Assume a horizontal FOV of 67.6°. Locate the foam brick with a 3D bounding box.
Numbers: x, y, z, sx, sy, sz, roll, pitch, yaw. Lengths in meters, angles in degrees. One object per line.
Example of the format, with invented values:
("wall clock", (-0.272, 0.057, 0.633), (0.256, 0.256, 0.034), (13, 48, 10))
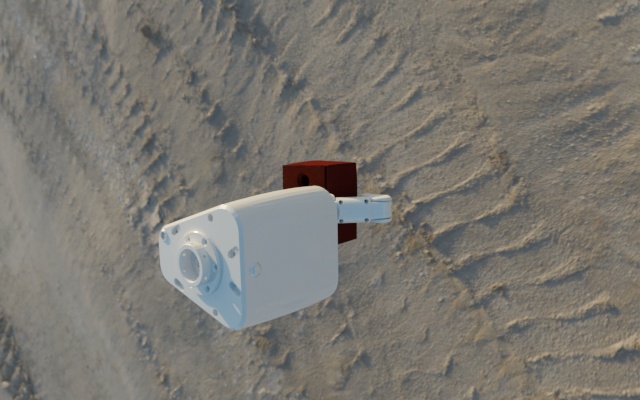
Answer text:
("foam brick", (0.000, 0.001, 0.458), (0.053, 0.078, 0.051), (4, 9, 39))
